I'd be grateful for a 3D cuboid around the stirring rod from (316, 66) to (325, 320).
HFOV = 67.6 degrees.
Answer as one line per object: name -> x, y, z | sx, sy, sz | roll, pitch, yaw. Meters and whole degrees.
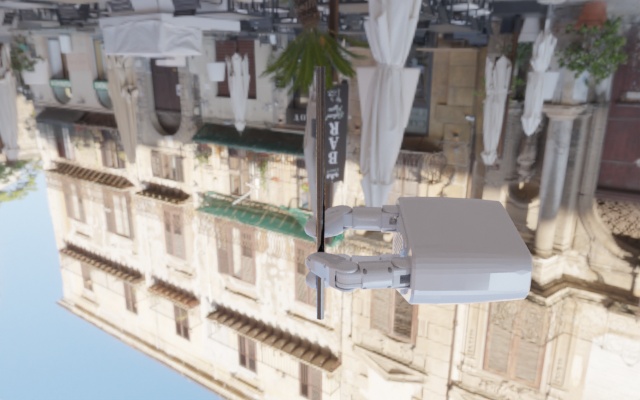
stirring rod -> 0.000, 0.001, 0.439 | 0.011, 0.239, 0.011 | 0, 17, 0
